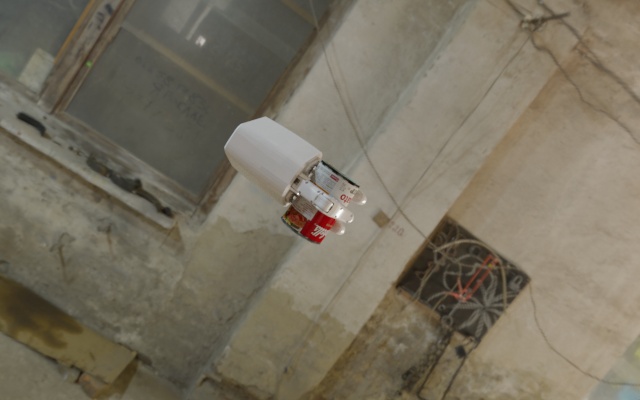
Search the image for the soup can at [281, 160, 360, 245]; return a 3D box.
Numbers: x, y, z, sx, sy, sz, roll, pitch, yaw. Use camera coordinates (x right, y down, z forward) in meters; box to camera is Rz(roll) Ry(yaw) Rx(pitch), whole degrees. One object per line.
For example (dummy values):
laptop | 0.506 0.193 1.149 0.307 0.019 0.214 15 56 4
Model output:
soup can | 0.001 0.002 0.675 0.068 0.102 0.068 34 6 -4
